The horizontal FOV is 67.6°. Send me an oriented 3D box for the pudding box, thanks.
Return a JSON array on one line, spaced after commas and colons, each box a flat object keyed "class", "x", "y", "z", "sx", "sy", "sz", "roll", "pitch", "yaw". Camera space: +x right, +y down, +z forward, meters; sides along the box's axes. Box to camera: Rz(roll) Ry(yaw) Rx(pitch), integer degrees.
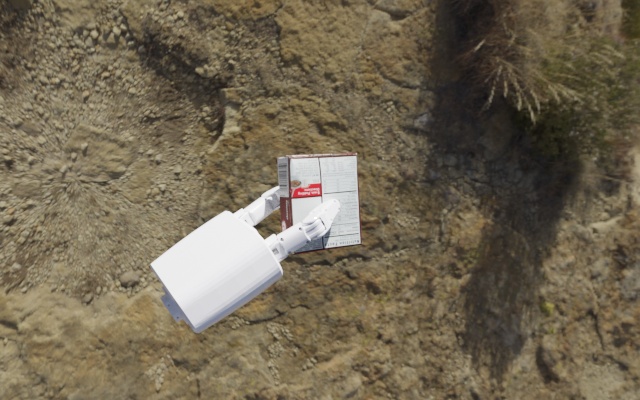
[{"class": "pudding box", "x": 0.000, "y": 0.002, "z": 0.559, "sx": 0.090, "sy": 0.113, "sz": 0.039, "roll": -5, "pitch": 6, "yaw": -24}]
